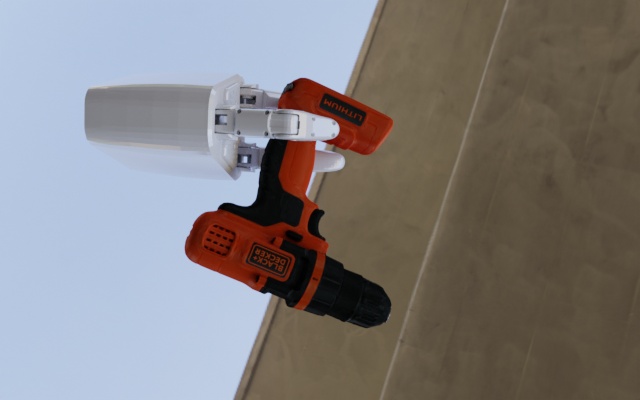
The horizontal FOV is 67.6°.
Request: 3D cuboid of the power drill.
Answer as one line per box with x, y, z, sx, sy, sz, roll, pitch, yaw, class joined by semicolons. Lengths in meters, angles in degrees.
0.000;0.001;0.421;0.184;0.187;0.057;24;-17;-11;power drill
